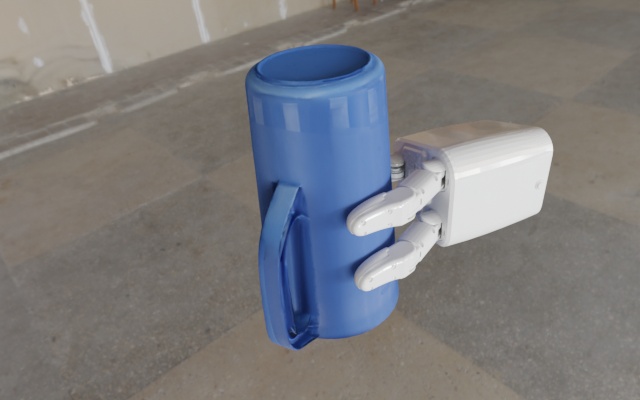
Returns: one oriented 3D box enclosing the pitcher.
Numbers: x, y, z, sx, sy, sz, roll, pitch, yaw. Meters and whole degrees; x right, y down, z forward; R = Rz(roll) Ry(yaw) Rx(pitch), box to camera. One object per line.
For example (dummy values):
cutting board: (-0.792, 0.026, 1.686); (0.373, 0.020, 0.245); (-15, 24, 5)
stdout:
pitcher: (0.000, 0.001, 0.419); (0.145, 0.243, 0.149); (-14, 34, -12)
